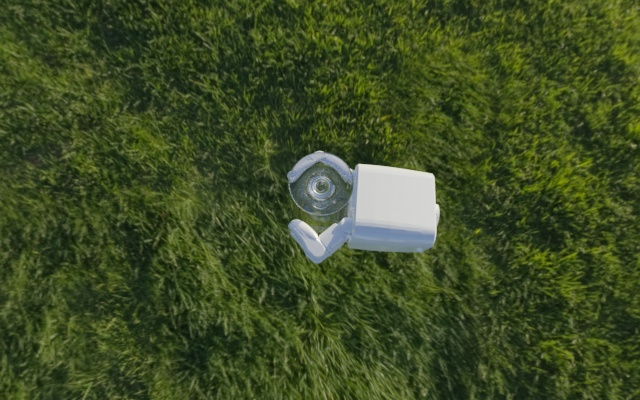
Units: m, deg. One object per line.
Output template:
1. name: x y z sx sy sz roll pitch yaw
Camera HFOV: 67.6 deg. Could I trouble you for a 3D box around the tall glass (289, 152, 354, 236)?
1. tall glass: 0.000 0.002 0.637 0.079 0.079 0.201 0 -12 -1
